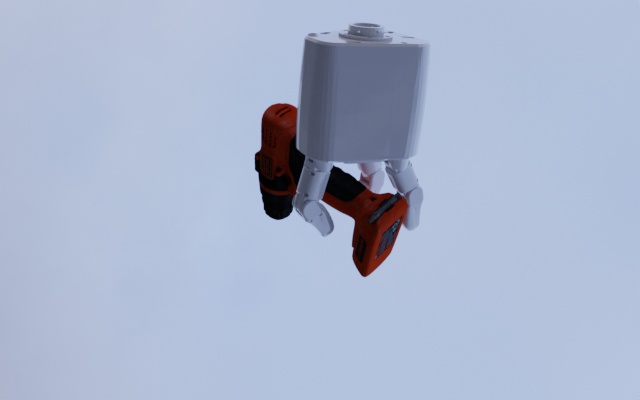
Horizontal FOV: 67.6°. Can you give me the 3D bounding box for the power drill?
[{"bbox_3d":[0.000,0.002,0.548,0.187,0.185,0.057,37,58,21],"label":"power drill"}]
